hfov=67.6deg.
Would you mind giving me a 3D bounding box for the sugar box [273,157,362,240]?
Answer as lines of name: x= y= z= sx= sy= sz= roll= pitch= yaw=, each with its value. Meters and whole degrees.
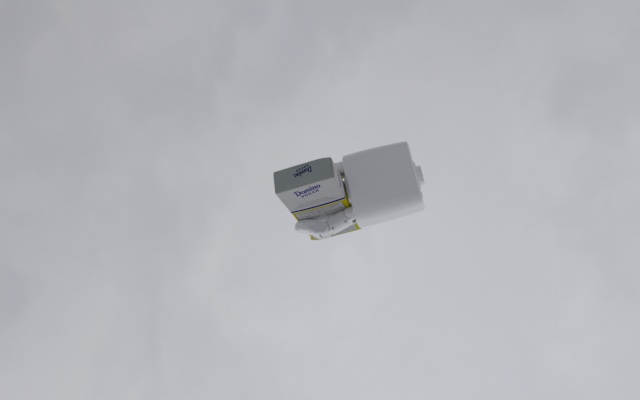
sugar box: x=0.000 y=0.002 z=0.760 sx=0.093 sy=0.048 sz=0.176 roll=-15 pitch=-34 yaw=10
